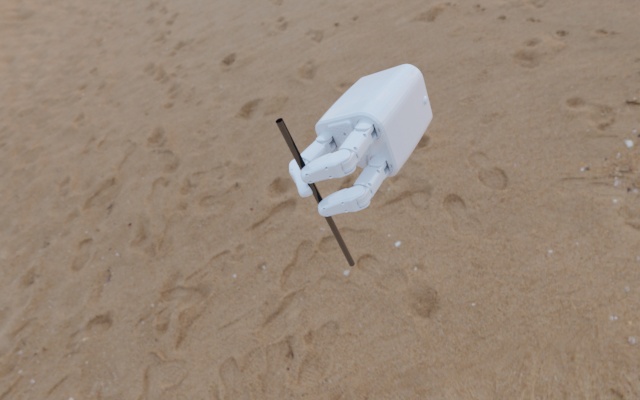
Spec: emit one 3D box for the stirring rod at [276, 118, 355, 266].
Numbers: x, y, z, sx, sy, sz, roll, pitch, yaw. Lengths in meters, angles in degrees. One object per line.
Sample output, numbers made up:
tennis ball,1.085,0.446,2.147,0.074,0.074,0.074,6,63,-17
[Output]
stirring rod,0.000,0.002,0.560,0.011,0.011,0.240,0,-44,29
